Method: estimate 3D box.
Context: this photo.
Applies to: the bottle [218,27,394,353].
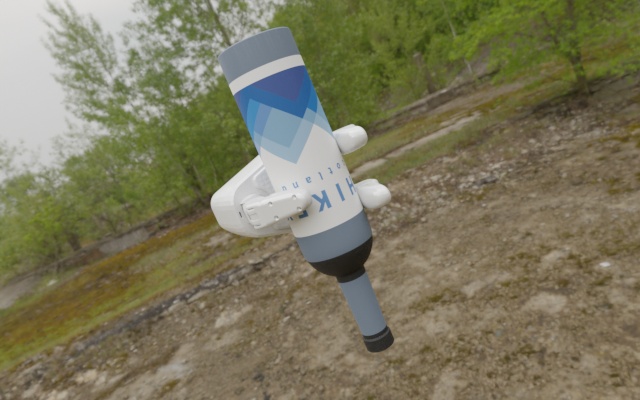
[{"bbox_3d":[0.000,0.001,0.426,0.069,0.296,0.069,-22,9,4],"label":"bottle"}]
